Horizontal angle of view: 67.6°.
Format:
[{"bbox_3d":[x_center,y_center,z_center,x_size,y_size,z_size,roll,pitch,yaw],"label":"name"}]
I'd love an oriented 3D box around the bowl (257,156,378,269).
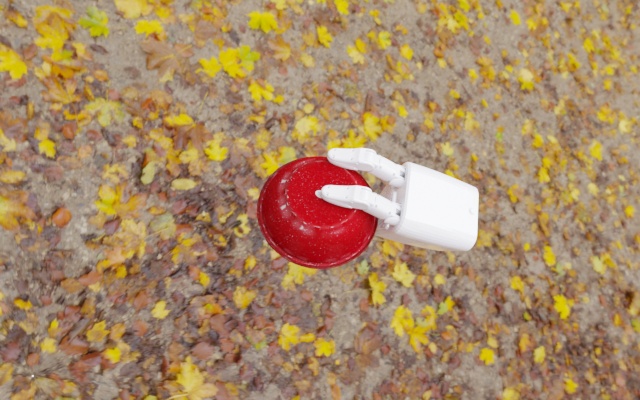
[{"bbox_3d":[-0.001,0.002,0.607,0.162,0.162,0.055,0,-25,-7],"label":"bowl"}]
